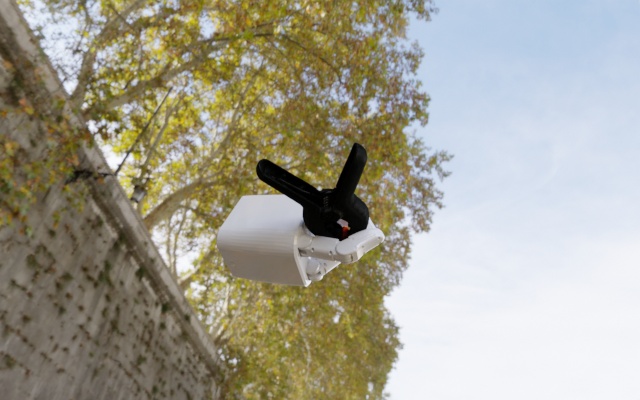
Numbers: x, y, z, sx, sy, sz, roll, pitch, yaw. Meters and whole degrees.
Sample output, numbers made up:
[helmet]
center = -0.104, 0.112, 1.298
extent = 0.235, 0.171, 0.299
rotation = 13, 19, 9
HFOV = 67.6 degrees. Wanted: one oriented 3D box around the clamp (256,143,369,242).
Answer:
[clamp]
center = 0.000, 0.001, 0.549
extent = 0.120, 0.039, 0.172
rotation = 2, -40, 14
